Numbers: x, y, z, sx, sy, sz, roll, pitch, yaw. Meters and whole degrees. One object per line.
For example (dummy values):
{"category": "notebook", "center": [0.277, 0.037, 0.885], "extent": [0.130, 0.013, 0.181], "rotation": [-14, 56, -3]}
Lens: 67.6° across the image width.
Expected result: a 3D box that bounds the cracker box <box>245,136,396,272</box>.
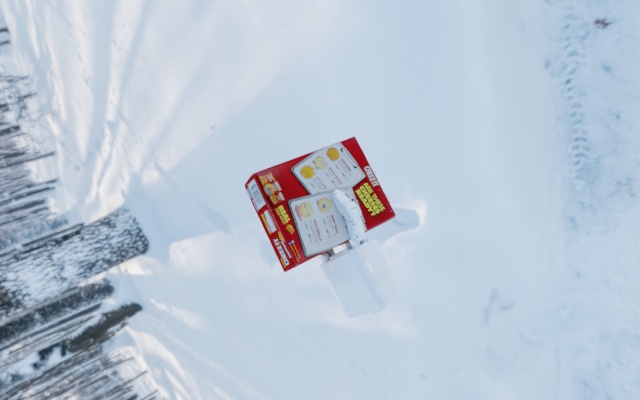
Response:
{"category": "cracker box", "center": [0.000, 0.003, 0.819], "extent": [0.213, 0.164, 0.072], "rotation": [-24, -6, -30]}
